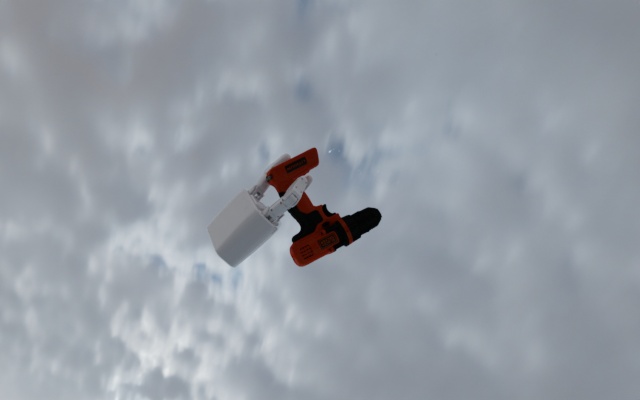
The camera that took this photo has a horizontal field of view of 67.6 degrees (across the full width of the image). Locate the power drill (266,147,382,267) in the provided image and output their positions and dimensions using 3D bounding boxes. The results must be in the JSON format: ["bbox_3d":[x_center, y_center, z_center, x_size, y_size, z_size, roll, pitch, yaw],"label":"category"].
[{"bbox_3d":[0.000,0.003,0.866,0.184,0.187,0.057,-27,-1,-15],"label":"power drill"}]
